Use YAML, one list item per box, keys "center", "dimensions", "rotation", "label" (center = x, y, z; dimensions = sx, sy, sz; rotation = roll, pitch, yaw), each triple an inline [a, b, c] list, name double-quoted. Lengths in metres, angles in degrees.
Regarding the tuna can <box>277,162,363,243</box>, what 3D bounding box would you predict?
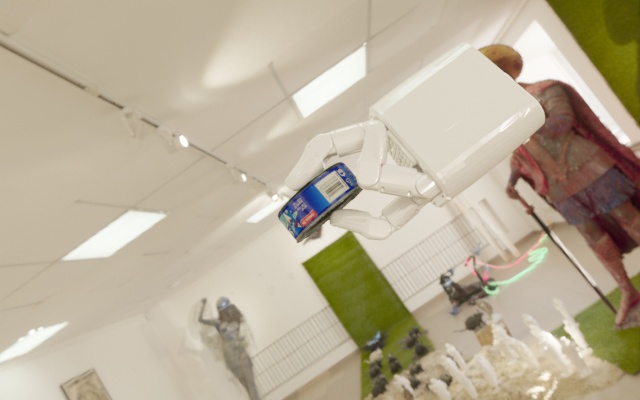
- center: [0.000, 0.001, 0.465]
  dimensions: [0.086, 0.034, 0.086]
  rotation: [-39, -6, -5]
  label: "tuna can"
